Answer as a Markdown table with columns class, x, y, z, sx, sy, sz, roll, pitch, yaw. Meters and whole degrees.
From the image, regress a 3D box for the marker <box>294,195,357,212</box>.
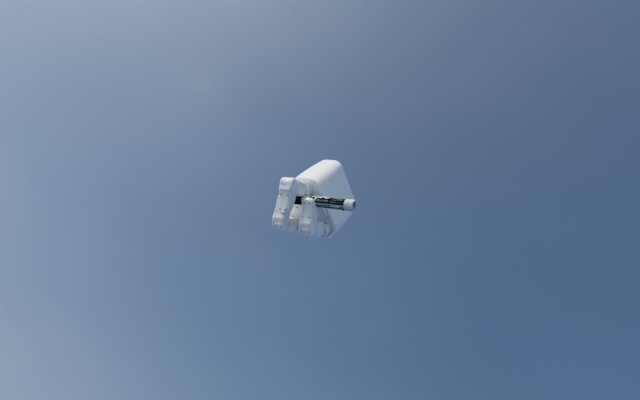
| class | x | y | z | sx | sy | sz | roll | pitch | yaw |
| --- | --- | --- | --- | --- | --- | --- | --- | --- | --- |
| marker | 0.000 | 0.003 | 0.779 | 0.121 | 0.020 | 0.020 | 6 | 3 | 27 |
